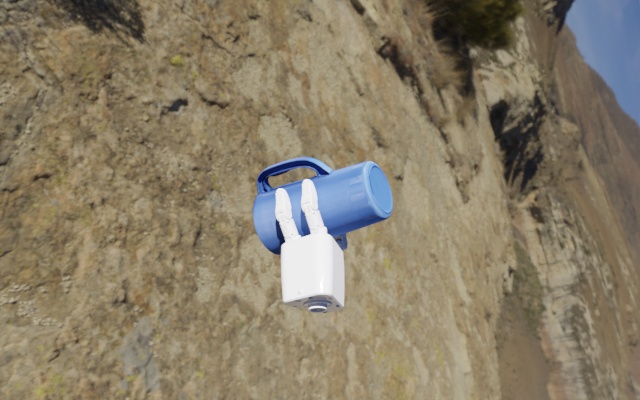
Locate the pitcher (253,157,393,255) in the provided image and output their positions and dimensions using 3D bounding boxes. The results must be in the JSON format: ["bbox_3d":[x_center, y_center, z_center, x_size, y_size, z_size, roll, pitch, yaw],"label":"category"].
[{"bbox_3d":[0.000,0.003,0.886,0.243,0.145,0.149,-18,-32,28],"label":"pitcher"}]
